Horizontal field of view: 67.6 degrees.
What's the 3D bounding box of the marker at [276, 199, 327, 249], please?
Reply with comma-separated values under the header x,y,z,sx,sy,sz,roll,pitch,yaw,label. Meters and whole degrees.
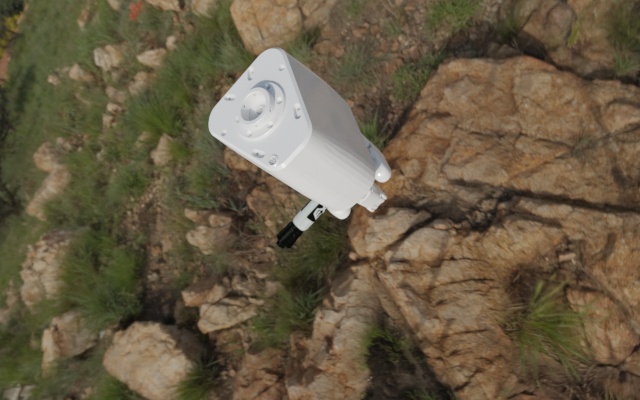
x,y,z,sx,sy,sz,roll,pitch,yaw,label
0.000,0.002,0.461,0.020,0.121,0.020,42,11,-10,marker
